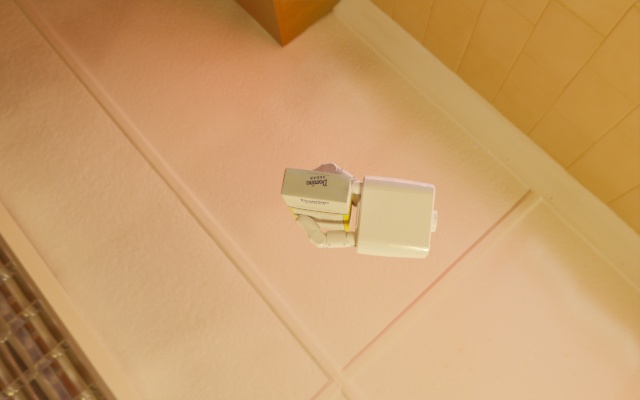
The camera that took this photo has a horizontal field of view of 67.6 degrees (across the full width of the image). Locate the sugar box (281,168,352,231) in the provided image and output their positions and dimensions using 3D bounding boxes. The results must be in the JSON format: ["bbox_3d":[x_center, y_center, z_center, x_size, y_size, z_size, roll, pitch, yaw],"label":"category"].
[{"bbox_3d":[0.000,0.002,0.721,0.093,0.048,0.176,8,-17,6],"label":"sugar box"}]
